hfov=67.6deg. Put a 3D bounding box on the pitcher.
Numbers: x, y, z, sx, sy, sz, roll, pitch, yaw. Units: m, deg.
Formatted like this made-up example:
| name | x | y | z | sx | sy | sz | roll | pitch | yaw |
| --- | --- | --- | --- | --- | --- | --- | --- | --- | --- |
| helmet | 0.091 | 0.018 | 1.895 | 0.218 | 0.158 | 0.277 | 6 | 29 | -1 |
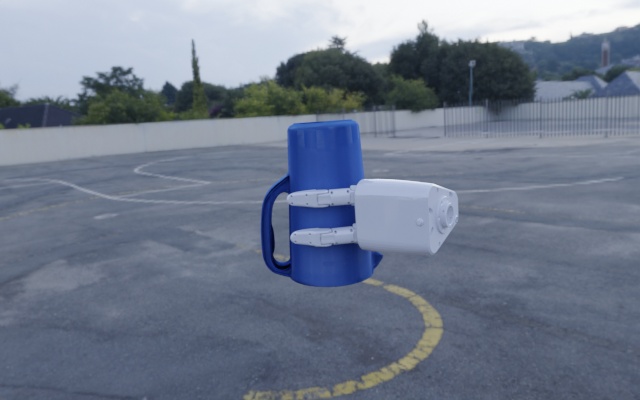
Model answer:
| name | x | y | z | sx | sy | sz | roll | pitch | yaw |
| --- | --- | --- | --- | --- | --- | --- | --- | --- | --- |
| pitcher | 0.000 | 0.002 | 0.730 | 0.145 | 0.243 | 0.149 | 3 | 12 | 37 |
